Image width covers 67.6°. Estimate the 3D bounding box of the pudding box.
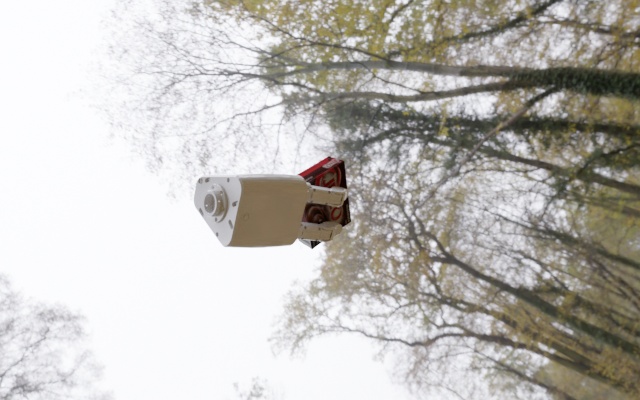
[{"bbox_3d":[0.000,0.002,0.714,0.090,0.114,0.039,-32,41,-33],"label":"pudding box"}]
